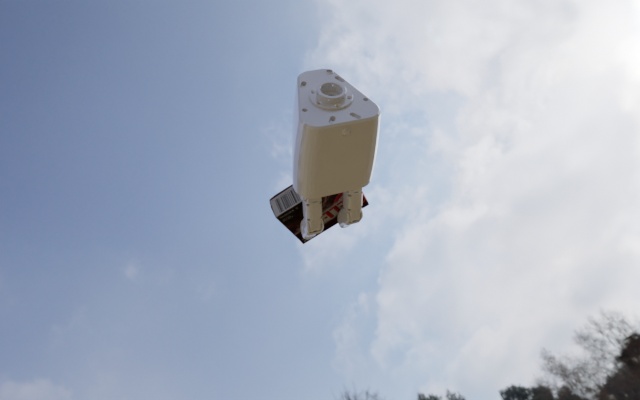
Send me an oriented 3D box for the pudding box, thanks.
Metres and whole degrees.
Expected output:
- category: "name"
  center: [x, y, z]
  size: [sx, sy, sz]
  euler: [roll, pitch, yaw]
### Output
- category: "pudding box"
  center: [0.000, 0.002, 0.647]
  size: [0.113, 0.039, 0.090]
  euler: [-30, -36, 7]
